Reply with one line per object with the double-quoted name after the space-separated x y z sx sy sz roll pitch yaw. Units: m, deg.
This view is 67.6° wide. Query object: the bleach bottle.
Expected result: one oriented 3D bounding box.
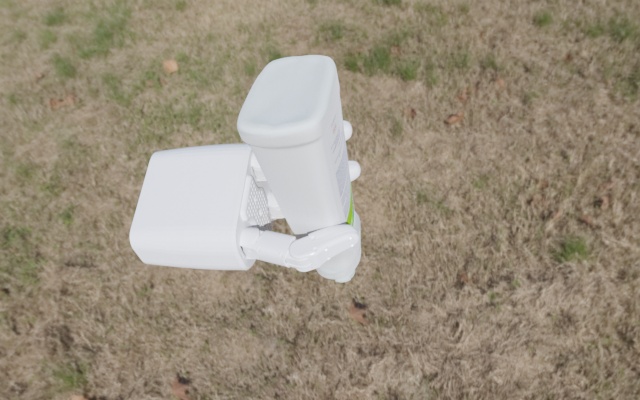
0.000 0.001 0.441 0.068 0.102 0.251 0 -43 15 "bleach bottle"
